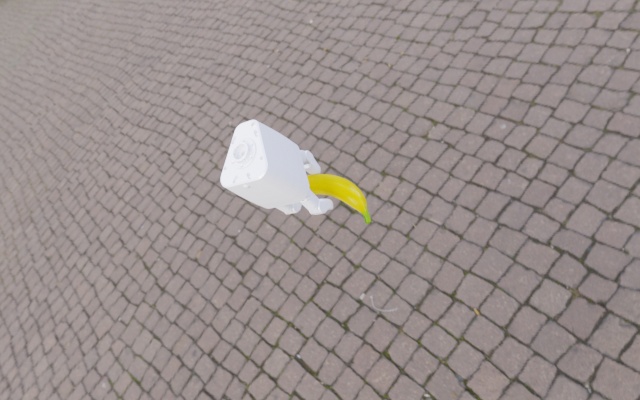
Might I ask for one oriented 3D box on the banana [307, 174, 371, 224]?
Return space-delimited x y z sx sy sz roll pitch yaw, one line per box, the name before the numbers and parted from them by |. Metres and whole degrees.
banana | 0.007 -0.015 0.865 0.198 0.069 0.037 16 7 34
